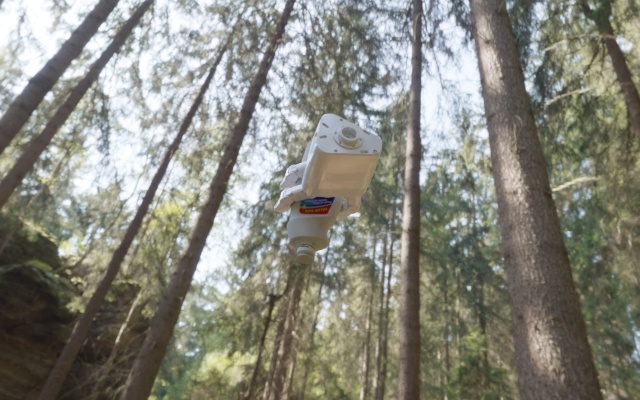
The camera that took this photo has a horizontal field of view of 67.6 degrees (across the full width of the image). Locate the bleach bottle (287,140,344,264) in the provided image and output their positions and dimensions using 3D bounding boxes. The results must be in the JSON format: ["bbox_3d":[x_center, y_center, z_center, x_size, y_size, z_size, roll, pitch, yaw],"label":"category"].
[{"bbox_3d":[0.000,0.003,0.868,0.102,0.250,0.068,14,-38,-5],"label":"bleach bottle"}]
